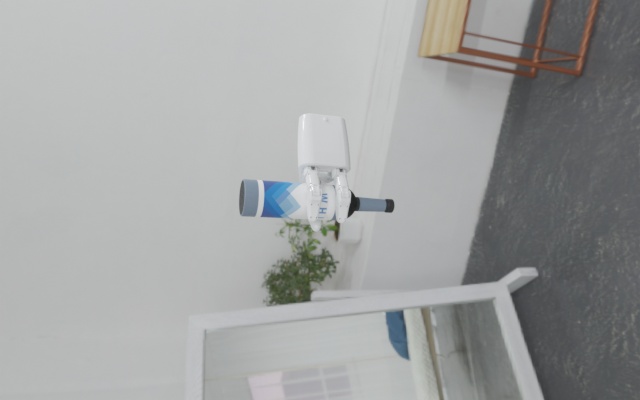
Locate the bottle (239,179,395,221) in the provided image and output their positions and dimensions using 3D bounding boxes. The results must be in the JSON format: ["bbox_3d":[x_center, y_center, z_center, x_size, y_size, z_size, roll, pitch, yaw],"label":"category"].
[{"bbox_3d":[0.000,0.003,0.892,0.296,0.069,0.069,3,-1,-18],"label":"bottle"}]
